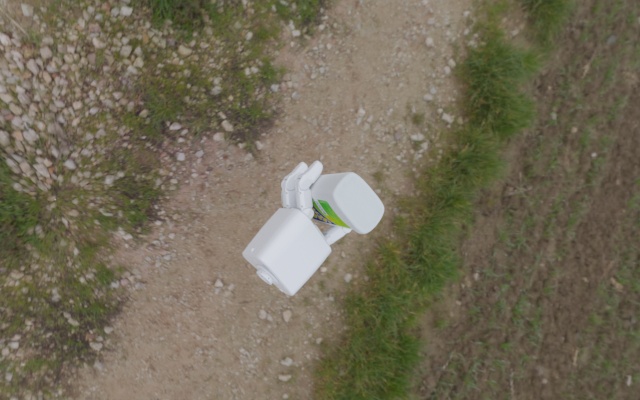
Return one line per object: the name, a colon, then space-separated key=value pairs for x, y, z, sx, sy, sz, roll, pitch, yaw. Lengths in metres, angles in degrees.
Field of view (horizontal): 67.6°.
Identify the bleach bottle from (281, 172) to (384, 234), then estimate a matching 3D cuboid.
bleach bottle: x=0.000 y=0.003 z=0.856 sx=0.102 sy=0.068 sz=0.251 roll=49 pitch=-22 yaw=-20
